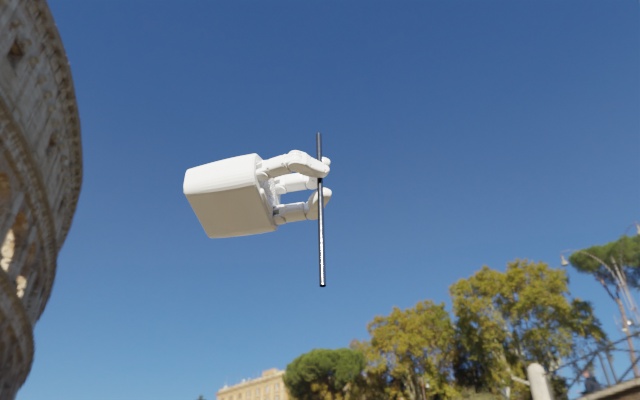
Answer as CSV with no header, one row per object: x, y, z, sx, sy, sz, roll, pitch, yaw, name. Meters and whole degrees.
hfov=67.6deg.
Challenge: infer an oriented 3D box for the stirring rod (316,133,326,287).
0.000,0.002,0.631,0.011,0.239,0.011,-1,-35,-1,stirring rod
